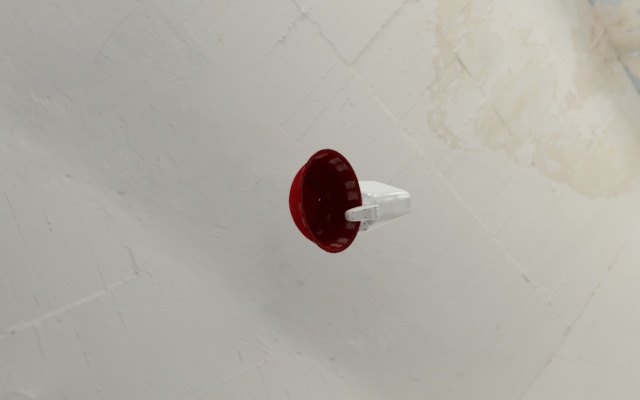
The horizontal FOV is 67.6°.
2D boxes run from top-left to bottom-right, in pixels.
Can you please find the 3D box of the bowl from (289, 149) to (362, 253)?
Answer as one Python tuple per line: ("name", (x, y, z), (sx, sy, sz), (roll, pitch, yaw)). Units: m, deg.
("bowl", (-0.001, 0.002, 0.749), (0.055, 0.162, 0.162), (-6, -4, 37))
